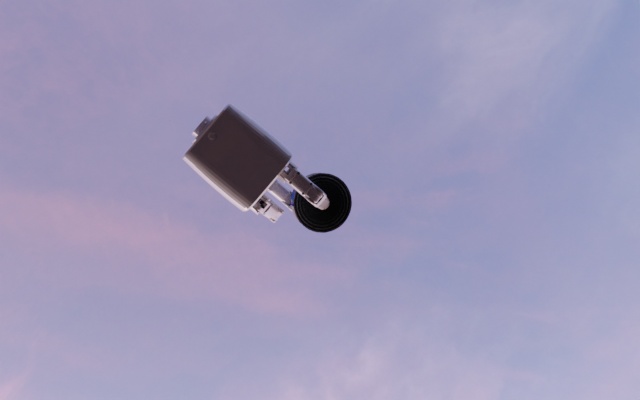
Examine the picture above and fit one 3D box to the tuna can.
[{"bbox_3d":[0.000,0.002,0.697,0.086,0.086,0.033,0,6,-13],"label":"tuna can"}]
